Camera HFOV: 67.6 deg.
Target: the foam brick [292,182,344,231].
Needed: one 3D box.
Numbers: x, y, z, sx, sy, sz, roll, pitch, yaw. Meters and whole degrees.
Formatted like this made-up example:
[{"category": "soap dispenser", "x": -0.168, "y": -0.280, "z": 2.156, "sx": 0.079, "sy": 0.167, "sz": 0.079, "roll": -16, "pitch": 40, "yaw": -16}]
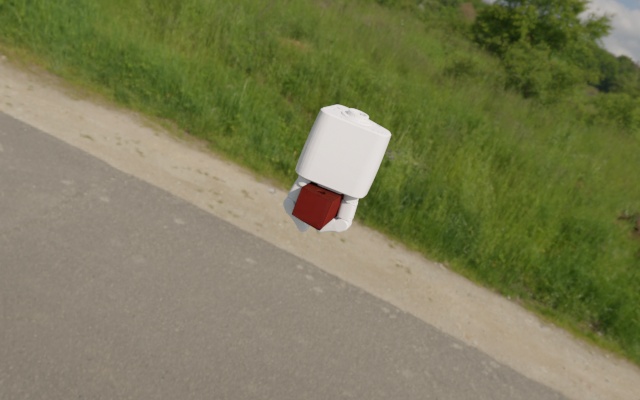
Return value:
[{"category": "foam brick", "x": 0.000, "y": 0.003, "z": 0.735, "sx": 0.053, "sy": 0.051, "sz": 0.078, "roll": 28, "pitch": 24, "yaw": 13}]
